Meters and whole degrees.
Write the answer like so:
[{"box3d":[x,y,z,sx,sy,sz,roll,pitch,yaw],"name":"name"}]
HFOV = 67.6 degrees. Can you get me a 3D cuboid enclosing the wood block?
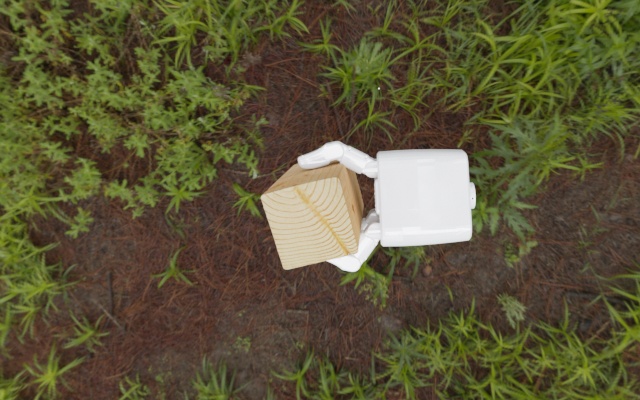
[{"box3d":[0.000,0.002,0.614,0.090,0.091,0.206,-14,11,10],"name":"wood block"}]
